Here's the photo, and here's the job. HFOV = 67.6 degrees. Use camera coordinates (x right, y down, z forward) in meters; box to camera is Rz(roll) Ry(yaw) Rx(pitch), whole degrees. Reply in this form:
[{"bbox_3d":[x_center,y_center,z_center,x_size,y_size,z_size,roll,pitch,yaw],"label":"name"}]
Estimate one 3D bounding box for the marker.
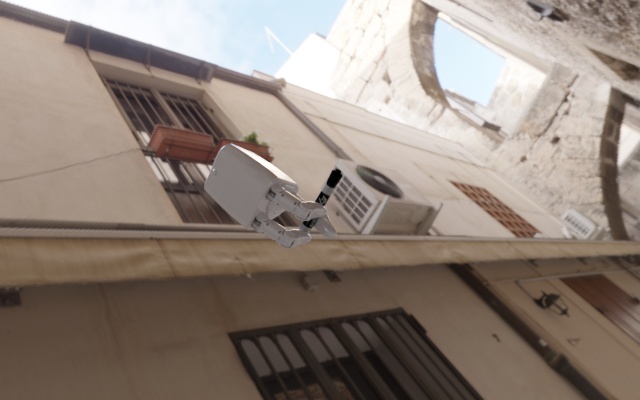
[{"bbox_3d":[0.000,0.002,0.748,0.020,0.121,0.020,25,22,-11],"label":"marker"}]
